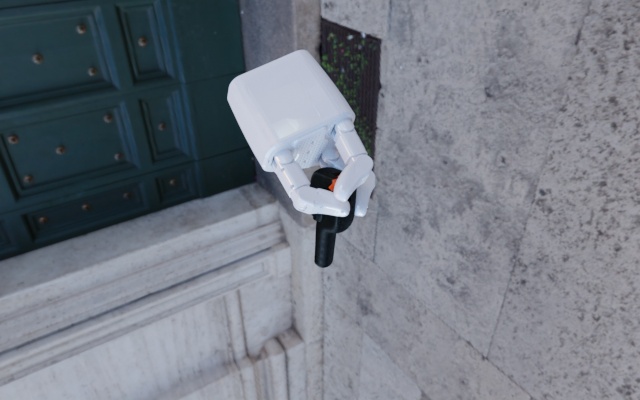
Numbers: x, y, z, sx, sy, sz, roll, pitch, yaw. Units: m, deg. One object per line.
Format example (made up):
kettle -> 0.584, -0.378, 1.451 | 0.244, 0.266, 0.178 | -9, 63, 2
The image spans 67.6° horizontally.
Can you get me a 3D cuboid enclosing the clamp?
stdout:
clamp -> 0.000, 0.002, 0.591 | 0.039, 0.120, 0.172 | -21, -22, -27
